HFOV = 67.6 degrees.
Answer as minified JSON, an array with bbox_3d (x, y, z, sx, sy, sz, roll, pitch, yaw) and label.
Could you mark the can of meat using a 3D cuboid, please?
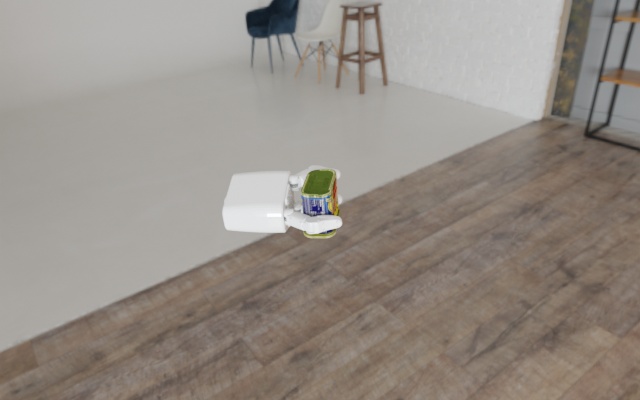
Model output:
[{"bbox_3d":[0.000,0.002,0.831,0.057,0.084,0.102,0,30,10],"label":"can of meat"}]
